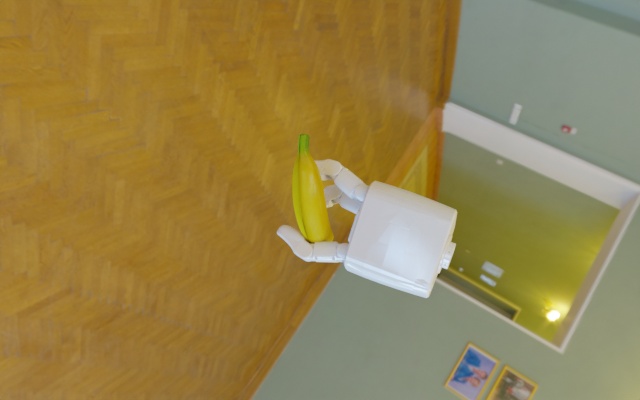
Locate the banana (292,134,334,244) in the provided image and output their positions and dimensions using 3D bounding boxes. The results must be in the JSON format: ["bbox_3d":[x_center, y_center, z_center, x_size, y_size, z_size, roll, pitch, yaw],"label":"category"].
[{"bbox_3d":[-0.006,0.014,0.595,0.037,0.069,0.198,8,-40,15],"label":"banana"}]
